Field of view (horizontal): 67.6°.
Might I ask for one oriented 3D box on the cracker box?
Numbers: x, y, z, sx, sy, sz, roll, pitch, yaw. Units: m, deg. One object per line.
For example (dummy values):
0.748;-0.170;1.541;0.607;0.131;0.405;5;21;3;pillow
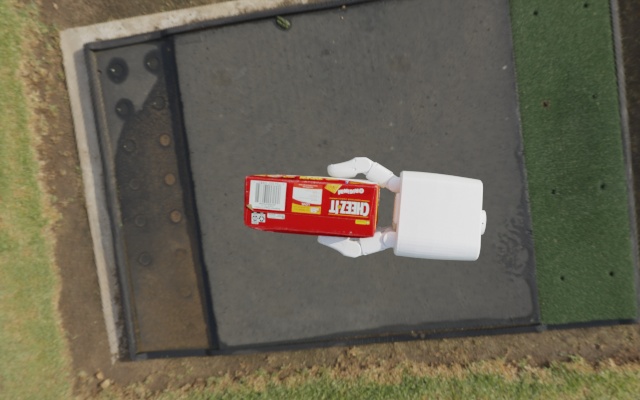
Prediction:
0.000;0.002;0.675;0.164;0.072;0.213;4;4;7;cracker box
